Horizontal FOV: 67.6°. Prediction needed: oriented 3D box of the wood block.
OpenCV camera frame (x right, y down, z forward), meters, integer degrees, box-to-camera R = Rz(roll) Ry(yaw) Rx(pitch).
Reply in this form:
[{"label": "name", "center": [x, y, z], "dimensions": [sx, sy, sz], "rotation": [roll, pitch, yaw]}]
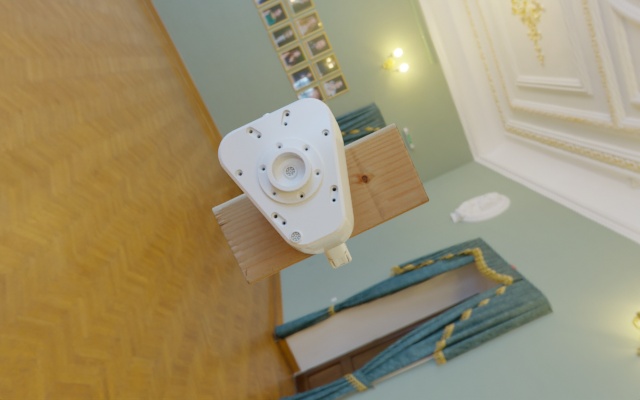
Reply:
[{"label": "wood block", "center": [0.000, 0.002, 0.529], "dimensions": [0.206, 0.091, 0.090], "rotation": [-25, 4, 2]}]
